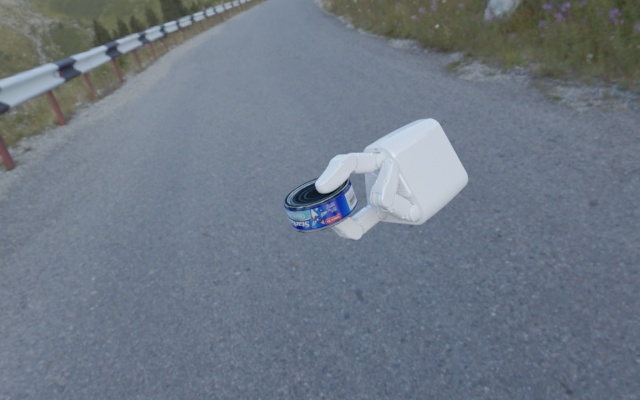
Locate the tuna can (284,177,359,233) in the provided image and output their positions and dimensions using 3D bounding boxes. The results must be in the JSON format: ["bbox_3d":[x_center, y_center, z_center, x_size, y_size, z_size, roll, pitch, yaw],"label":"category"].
[{"bbox_3d":[0.000,0.001,0.572,0.086,0.034,0.086,-18,22,8],"label":"tuna can"}]
